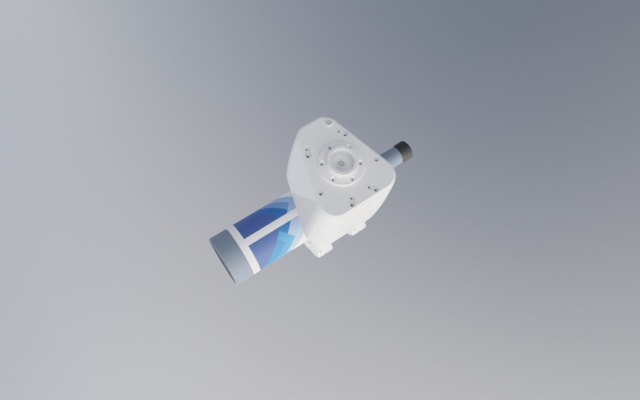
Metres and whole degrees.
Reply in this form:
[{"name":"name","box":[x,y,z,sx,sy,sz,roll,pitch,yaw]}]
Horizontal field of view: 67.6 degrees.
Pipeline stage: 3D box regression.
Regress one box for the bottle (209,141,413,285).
[{"name":"bottle","box":[0.000,0.002,0.628,0.295,0.069,0.069,-31,10,-16]}]
